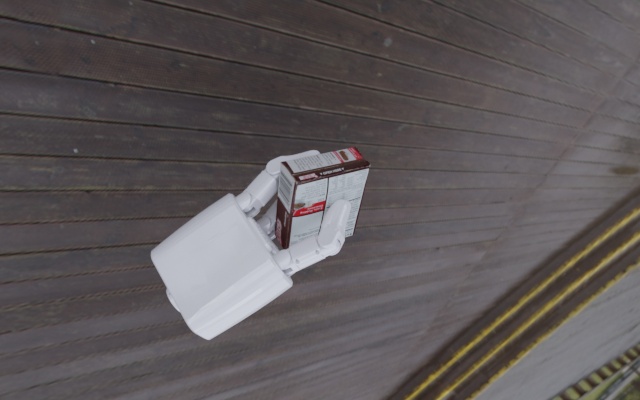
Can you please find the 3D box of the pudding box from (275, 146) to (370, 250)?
[{"bbox_3d":[0.000,0.002,0.523,0.090,0.114,0.039,-15,50,-24],"label":"pudding box"}]
